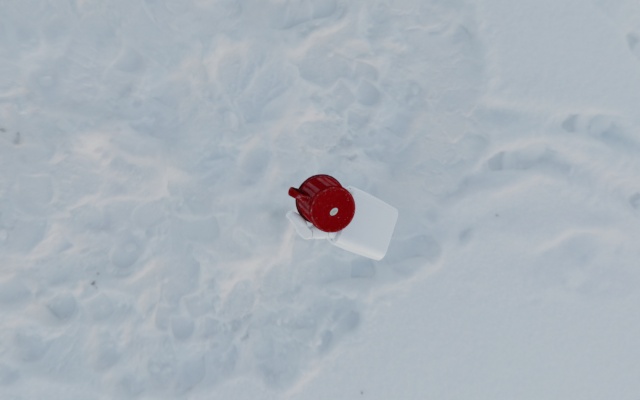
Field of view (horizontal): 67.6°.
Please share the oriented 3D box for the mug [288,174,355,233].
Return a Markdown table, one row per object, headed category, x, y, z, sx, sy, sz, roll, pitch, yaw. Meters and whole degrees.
| category | x | y | z | sx | sy | sz | roll | pitch | yaw |
| --- | --- | --- | --- | --- | --- | --- | --- | --- | --- |
| mug | -0.001 | 0.002 | 0.818 | 0.117 | 0.093 | 0.081 | 22 | 6 | -20 |
